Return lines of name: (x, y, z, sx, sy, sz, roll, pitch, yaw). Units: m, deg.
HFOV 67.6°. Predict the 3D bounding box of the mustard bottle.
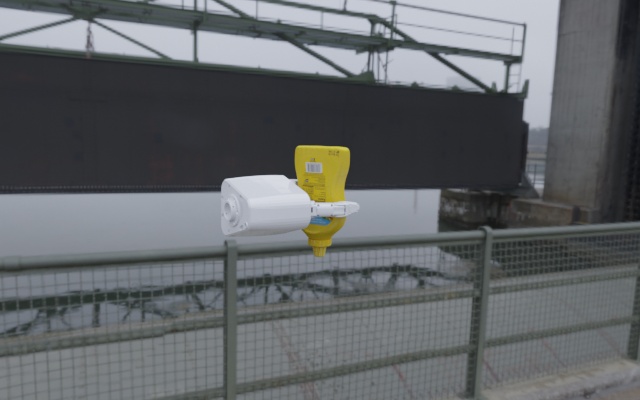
mustard bottle: (0.000, 0.002, 0.824, 0.096, 0.191, 0.058, 6, 8, 30)
